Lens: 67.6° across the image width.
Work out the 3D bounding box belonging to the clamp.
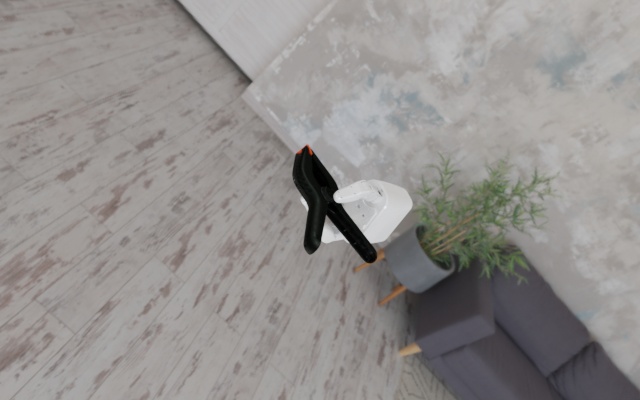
[{"bbox_3d":[0.001,0.002,0.727,0.036,0.210,0.164,-36,-23,26],"label":"clamp"}]
